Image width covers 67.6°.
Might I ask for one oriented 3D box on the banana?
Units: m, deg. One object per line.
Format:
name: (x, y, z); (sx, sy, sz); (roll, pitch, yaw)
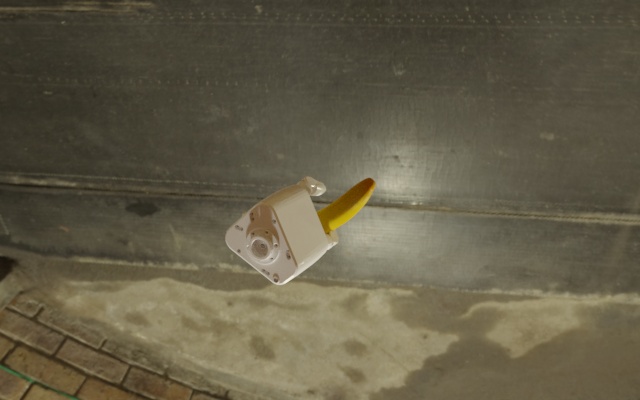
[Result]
banana: (0.000, 0.021, 0.752); (0.198, 0.069, 0.037); (-17, -19, 28)
